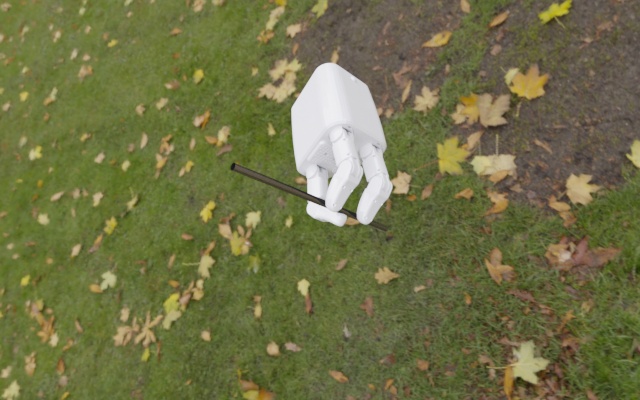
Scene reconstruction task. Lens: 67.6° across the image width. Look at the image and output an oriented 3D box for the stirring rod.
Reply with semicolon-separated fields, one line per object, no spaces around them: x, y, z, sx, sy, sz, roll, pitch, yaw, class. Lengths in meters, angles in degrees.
0.000;0.002;0.539;0.239;0.011;0.011;22;-15;-41;stirring rod
